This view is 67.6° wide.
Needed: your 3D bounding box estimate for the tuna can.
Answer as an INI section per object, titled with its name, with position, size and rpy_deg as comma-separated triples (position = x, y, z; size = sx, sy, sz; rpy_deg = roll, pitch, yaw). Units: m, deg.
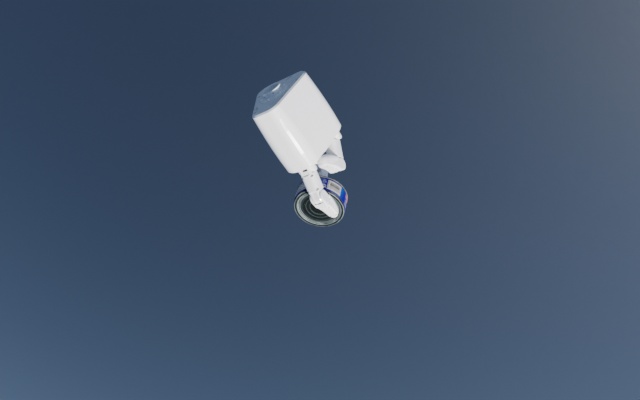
[tuna can]
position = 0.000, 0.003, 0.782
size = 0.086, 0.086, 0.033
rpy_deg = 0, 42, 13
